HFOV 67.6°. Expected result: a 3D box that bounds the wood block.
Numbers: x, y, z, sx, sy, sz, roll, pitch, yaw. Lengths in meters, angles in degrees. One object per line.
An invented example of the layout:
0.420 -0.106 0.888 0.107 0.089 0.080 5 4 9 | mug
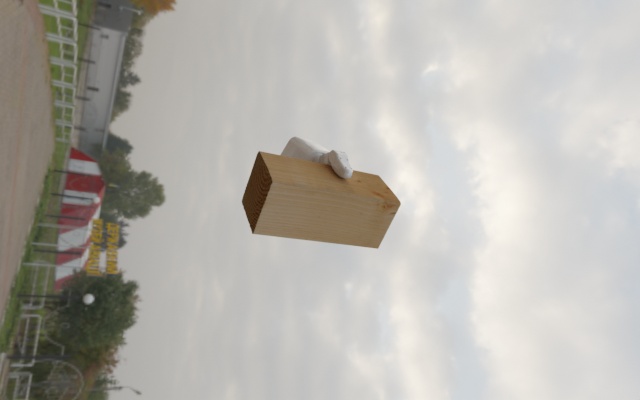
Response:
0.000 0.002 0.712 0.206 0.091 0.090 9 29 -26 | wood block
